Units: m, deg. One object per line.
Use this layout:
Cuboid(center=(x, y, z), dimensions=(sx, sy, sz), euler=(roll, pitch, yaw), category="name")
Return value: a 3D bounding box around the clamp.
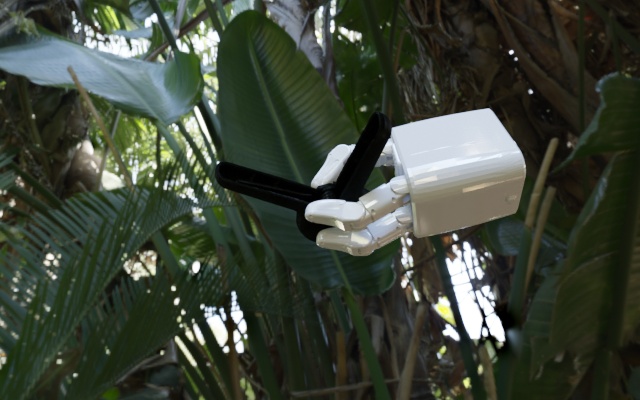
Cuboid(center=(0.000, 0.001, 0.492), dimensions=(0.164, 0.036, 0.210), euler=(-11, -34, 7), category="clamp")
